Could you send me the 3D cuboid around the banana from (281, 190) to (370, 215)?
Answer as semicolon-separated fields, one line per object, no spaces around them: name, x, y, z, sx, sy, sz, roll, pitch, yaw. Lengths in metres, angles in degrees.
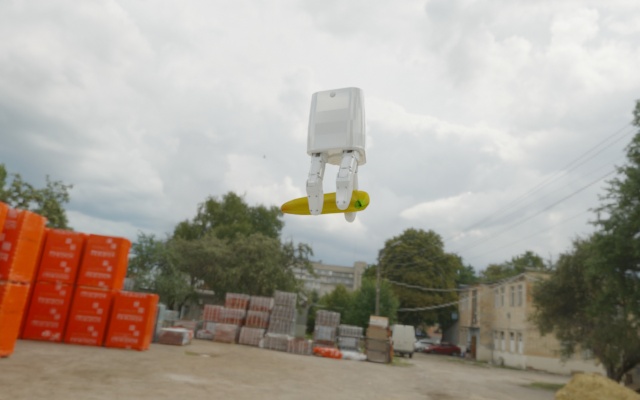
banana;0.016;0.003;0.803;0.069;0.037;0.198;4;-8;-41
